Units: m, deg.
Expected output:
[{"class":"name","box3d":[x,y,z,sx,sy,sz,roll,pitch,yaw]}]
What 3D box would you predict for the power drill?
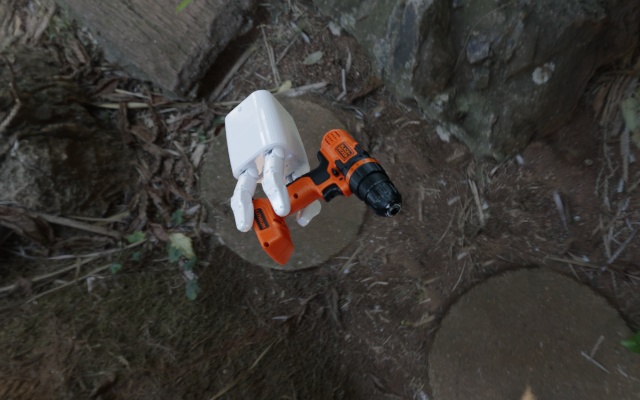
[{"class":"power drill","box3d":[0.000,0.002,0.644,0.187,0.057,0.184,-36,41,2]}]
